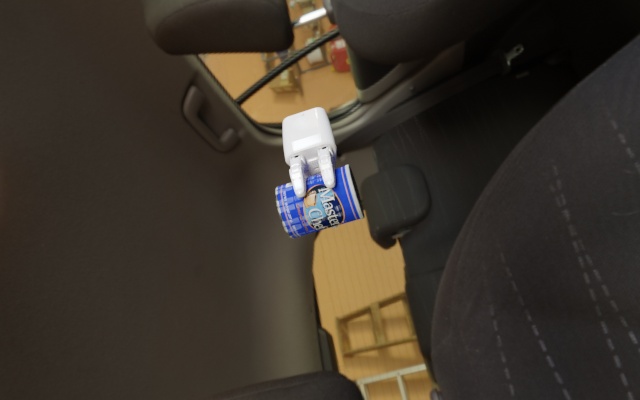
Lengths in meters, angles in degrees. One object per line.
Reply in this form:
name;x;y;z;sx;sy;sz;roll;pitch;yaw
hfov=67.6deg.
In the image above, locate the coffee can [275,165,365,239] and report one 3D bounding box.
coffee can;0.000;0.003;0.880;0.140;0.103;0.103;-17;-2;8
